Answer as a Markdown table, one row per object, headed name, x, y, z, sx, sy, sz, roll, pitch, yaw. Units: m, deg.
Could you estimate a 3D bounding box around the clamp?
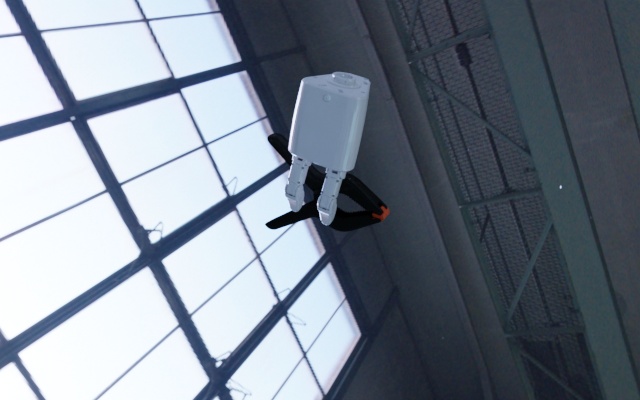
| name | x | y | z | sx | sy | sz | roll | pitch | yaw |
| --- | --- | --- | --- | --- | --- | --- | --- | --- | --- |
| clamp | 0.001 | 0.002 | 0.735 | 0.210 | 0.165 | 0.036 | 22 | 31 | 18 |
